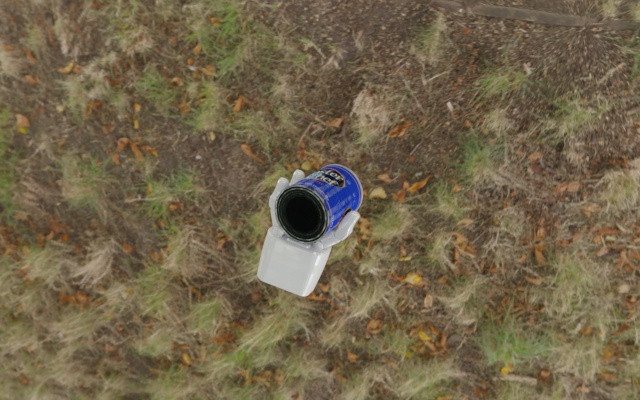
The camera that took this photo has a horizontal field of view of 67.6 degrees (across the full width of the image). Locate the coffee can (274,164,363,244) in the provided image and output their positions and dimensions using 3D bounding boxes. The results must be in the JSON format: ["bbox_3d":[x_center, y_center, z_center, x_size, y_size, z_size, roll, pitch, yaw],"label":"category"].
[{"bbox_3d":[0.000,0.003,0.833,0.103,0.103,0.140,0,18,29],"label":"coffee can"}]
